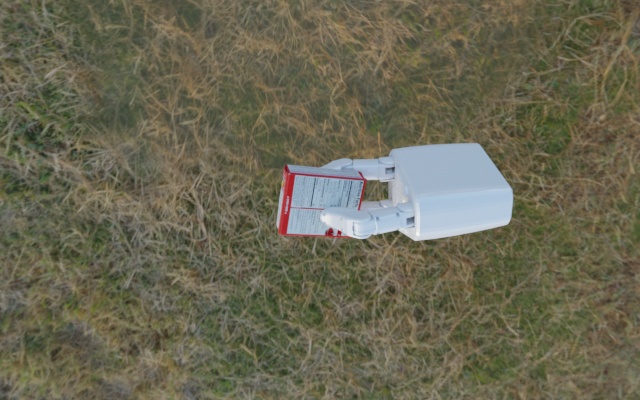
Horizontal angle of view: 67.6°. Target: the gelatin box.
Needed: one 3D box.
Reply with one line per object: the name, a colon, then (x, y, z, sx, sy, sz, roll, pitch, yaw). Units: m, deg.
gelatin box: (0.000, 0.002, 0.525, 0.089, 0.073, 0.030, 3, 23, -15)
